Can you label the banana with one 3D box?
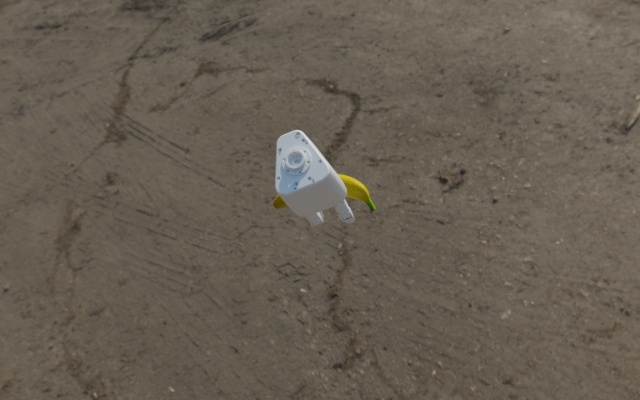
[{"bbox_3d":[0.004,-0.016,0.895,0.198,0.069,0.037,2,5,12],"label":"banana"}]
